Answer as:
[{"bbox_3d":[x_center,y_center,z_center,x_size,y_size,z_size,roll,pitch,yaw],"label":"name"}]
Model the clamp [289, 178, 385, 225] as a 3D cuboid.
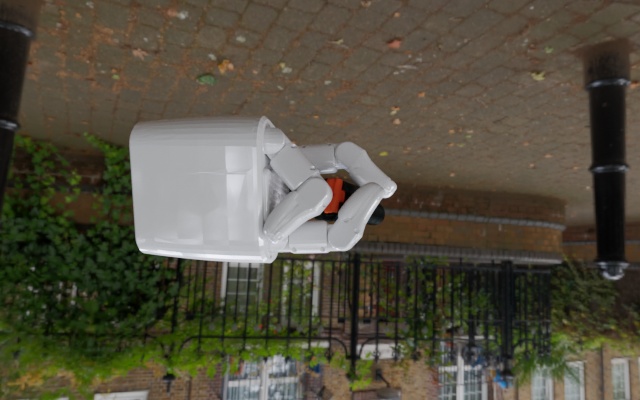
[{"bbox_3d":[0.000,0.002,0.459,0.120,0.039,0.171,1,-8,9],"label":"clamp"}]
